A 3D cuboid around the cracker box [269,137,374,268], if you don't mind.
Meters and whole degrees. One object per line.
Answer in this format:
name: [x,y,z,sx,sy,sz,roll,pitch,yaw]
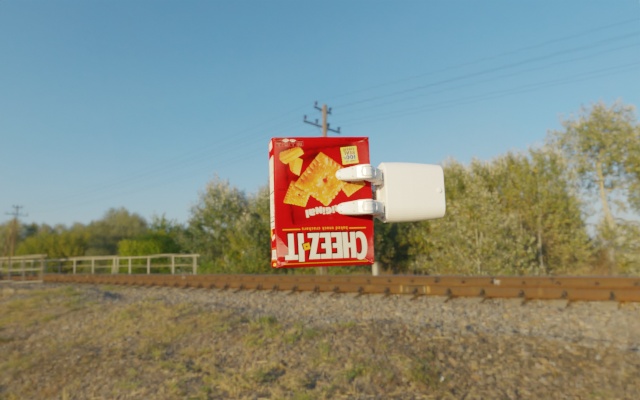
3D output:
cracker box: [0.000,0.002,0.793,0.164,0.213,0.072,-1,-6,-11]
